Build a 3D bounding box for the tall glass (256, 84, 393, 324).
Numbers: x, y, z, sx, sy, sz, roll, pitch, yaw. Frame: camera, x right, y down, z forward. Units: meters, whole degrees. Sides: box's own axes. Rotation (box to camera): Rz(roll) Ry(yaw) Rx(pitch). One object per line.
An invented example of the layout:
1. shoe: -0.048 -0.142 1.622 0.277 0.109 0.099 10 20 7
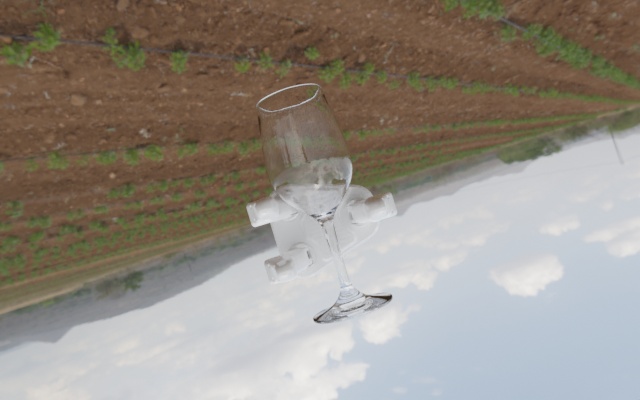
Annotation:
1. tall glass: 0.000 0.002 0.430 0.079 0.201 0.079 -17 -1 0
